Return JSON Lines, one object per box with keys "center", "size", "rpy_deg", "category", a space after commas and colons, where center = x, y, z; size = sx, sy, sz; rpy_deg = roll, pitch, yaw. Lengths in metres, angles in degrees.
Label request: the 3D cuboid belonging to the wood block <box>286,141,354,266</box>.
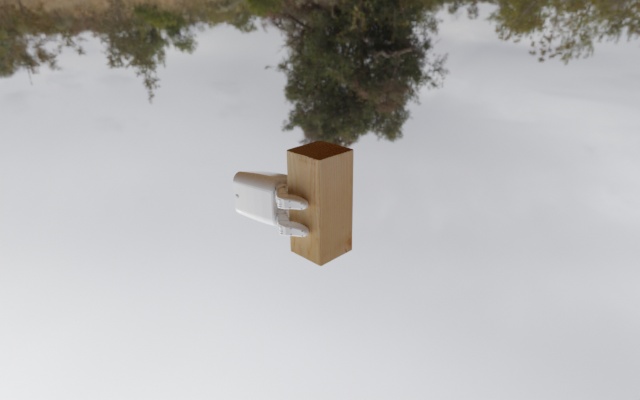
{"center": [0.000, 0.003, 0.897], "size": [0.090, 0.206, 0.091], "rpy_deg": [21, 31, 40], "category": "wood block"}
